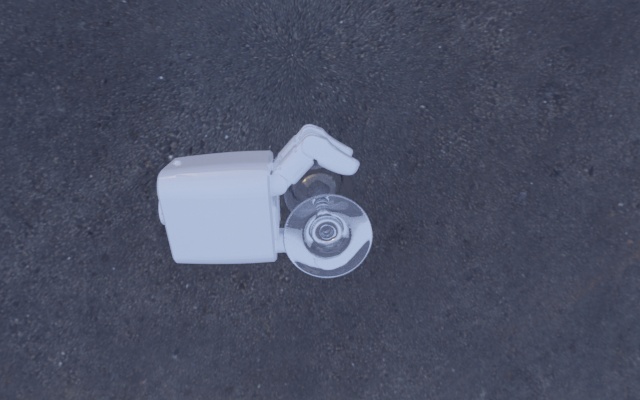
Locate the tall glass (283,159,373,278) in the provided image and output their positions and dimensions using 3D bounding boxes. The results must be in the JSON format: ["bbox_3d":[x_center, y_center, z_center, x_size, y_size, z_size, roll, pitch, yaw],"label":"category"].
[{"bbox_3d":[0.000,0.002,0.487,0.079,0.079,0.201,0,17,-3],"label":"tall glass"}]
